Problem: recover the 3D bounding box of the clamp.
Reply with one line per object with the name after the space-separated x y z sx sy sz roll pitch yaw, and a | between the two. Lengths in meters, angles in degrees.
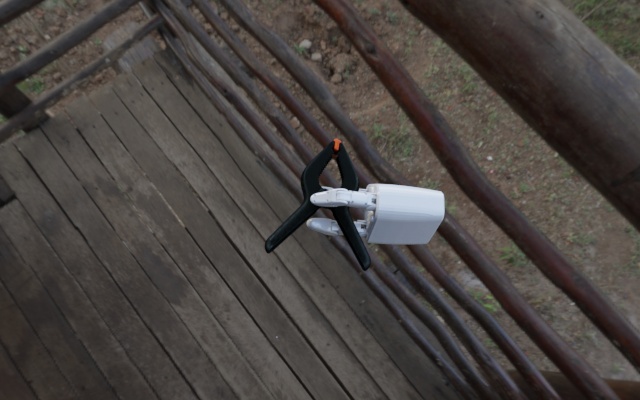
0.000 0.002 0.756 0.164 0.210 0.036 4 -16 -5 | clamp
